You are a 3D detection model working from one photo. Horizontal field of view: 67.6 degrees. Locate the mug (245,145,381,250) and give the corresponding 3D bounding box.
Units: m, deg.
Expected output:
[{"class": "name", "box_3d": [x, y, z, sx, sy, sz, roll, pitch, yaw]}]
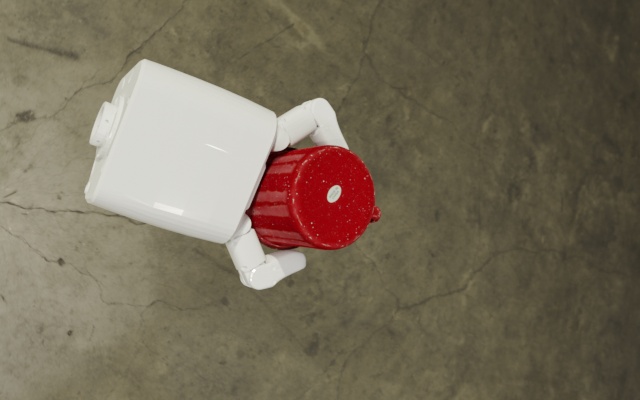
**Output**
[{"class": "mug", "box_3d": [0.001, 0.002, 0.402, 0.117, 0.093, 0.081, 20, -11, -32]}]
